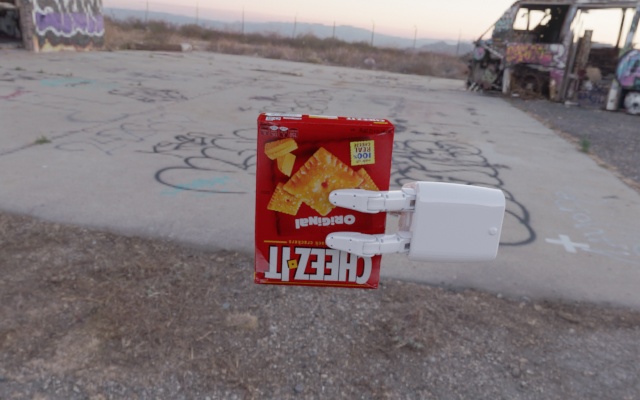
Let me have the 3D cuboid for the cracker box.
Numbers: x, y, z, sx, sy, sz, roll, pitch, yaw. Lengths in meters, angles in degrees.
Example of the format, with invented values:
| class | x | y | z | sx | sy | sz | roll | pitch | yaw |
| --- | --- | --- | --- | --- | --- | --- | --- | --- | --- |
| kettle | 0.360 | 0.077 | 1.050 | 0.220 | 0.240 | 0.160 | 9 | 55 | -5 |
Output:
| class | x | y | z | sx | sy | sz | roll | pitch | yaw |
| --- | --- | --- | --- | --- | --- | --- | --- | --- | --- |
| cracker box | 0.000 | 0.002 | 0.606 | 0.164 | 0.214 | 0.072 | 3 | 17 | -2 |
